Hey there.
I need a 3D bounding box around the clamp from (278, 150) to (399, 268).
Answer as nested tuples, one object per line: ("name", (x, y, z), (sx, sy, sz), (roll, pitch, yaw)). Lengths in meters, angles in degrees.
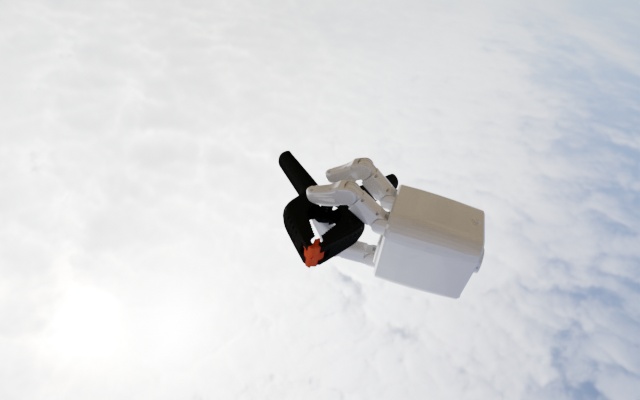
("clamp", (0.000, 0.003, 0.577), (0.164, 0.036, 0.210), (16, 33, 10))
